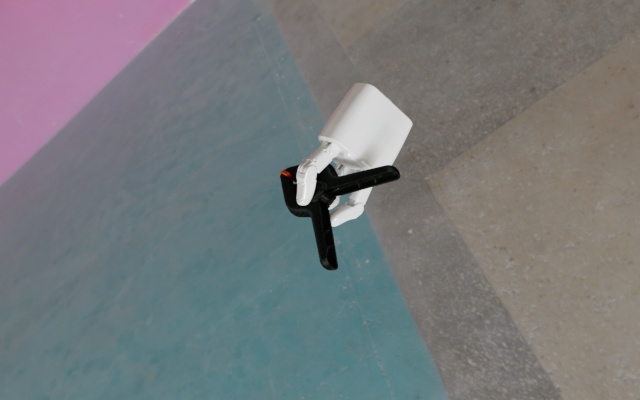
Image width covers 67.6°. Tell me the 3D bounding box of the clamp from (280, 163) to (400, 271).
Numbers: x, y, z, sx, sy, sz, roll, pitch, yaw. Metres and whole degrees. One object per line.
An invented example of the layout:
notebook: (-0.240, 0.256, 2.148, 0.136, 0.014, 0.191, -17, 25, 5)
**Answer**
clamp: (-0.001, 0.002, 0.700, 0.210, 0.164, 0.036, 21, -14, 47)
